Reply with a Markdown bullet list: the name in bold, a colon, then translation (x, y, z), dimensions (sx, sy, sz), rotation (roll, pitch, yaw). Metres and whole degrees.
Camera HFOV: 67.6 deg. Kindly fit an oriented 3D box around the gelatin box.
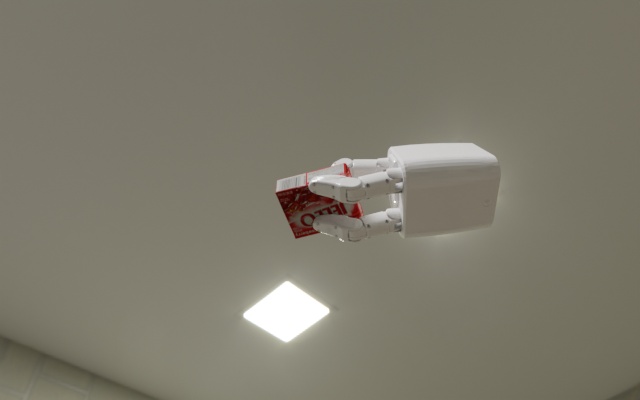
- **gelatin box**: translation (0.000, 0.002, 0.567), dimensions (0.089, 0.073, 0.030), rotation (-14, 34, 11)
